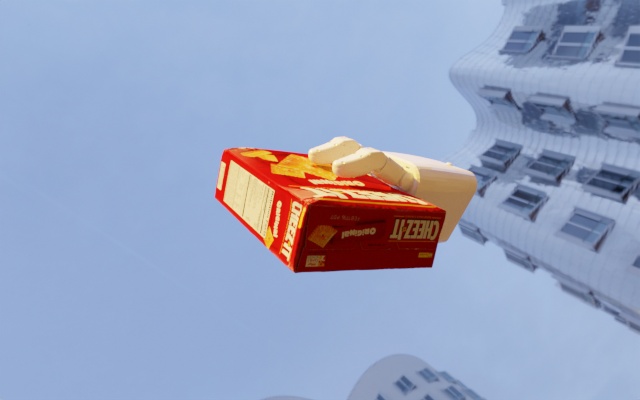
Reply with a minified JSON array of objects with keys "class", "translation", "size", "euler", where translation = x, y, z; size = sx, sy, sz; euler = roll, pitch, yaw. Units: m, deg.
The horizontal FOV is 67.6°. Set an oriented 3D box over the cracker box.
[{"class":"cracker box","translation":[0.000,0.002,0.519],"size":[0.164,0.072,0.213],"euler":[3,16,-32]}]
